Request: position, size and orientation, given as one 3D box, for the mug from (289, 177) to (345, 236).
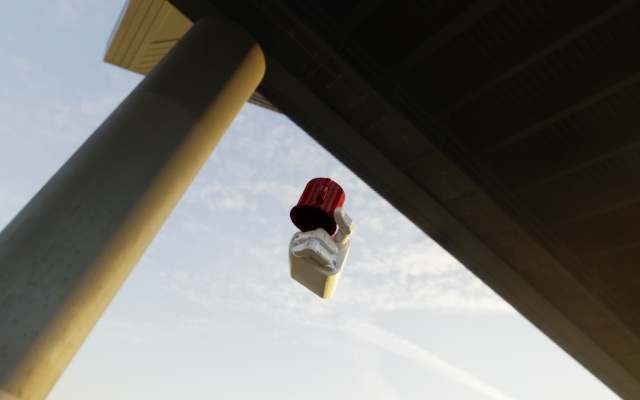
[{"bbox_3d":[0.000,0.002,0.896,0.093,0.081,0.117,19,-39,6],"label":"mug"}]
